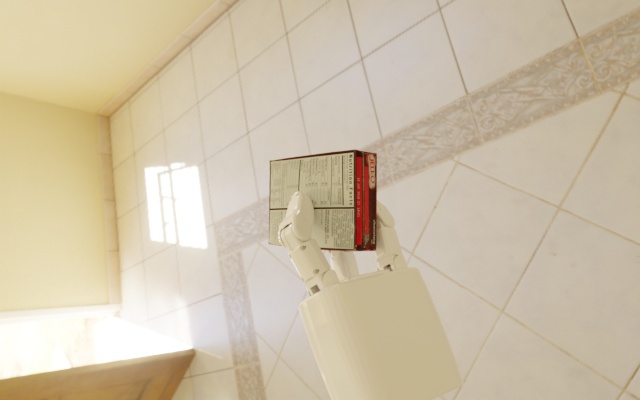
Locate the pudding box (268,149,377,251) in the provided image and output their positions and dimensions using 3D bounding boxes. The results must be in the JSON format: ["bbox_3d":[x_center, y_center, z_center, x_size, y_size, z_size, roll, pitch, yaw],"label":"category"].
[{"bbox_3d":[0.000,0.002,0.455,0.113,0.090,0.039,-1,-4,39],"label":"pudding box"}]
